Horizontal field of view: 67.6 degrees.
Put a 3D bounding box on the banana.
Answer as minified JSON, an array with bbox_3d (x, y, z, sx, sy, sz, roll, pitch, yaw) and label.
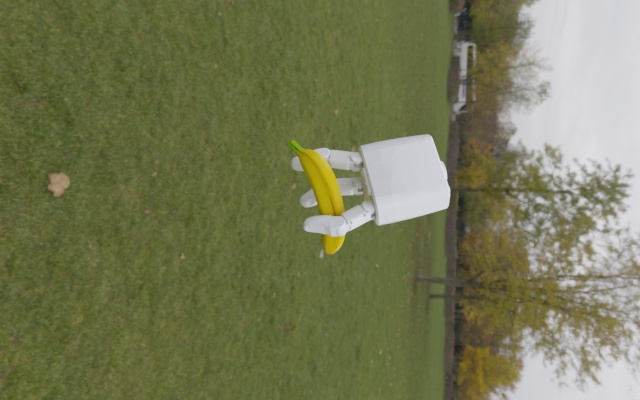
[{"bbox_3d":[0.008,0.005,0.691,0.037,0.198,0.069,-26,29,-18],"label":"banana"}]
